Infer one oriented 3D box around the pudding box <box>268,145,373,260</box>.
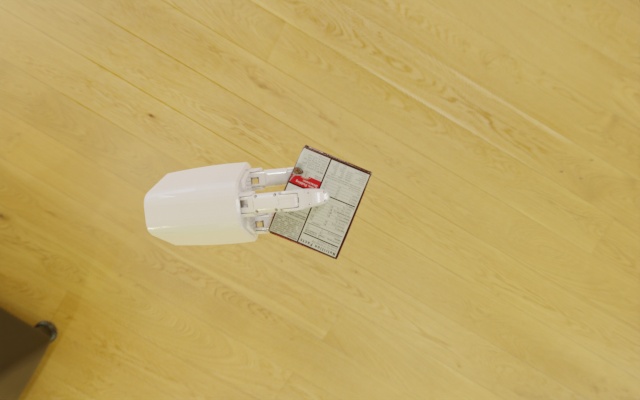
[{"bbox_3d":[0.000,0.002,0.567,0.090,0.113,0.039,23,5,1],"label":"pudding box"}]
